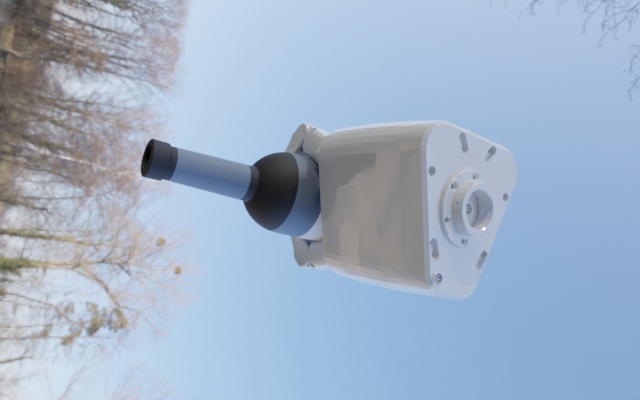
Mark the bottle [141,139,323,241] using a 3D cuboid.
[{"bbox_3d":[0.000,0.001,0.408,0.296,0.069,0.069,14,-8,-33],"label":"bottle"}]
